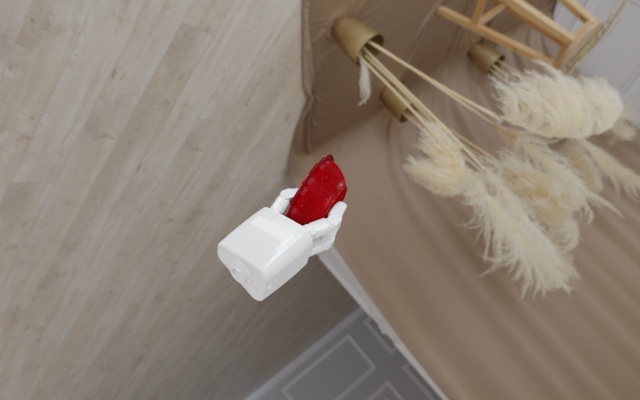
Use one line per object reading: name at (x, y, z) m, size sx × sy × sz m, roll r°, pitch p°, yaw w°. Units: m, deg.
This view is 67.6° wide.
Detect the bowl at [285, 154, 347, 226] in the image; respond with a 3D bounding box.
bowl at (0.001, 0.002, 0.834) m, size 0.055 × 0.162 × 0.162 m, roll 31°, pitch 7°, yaw 12°
